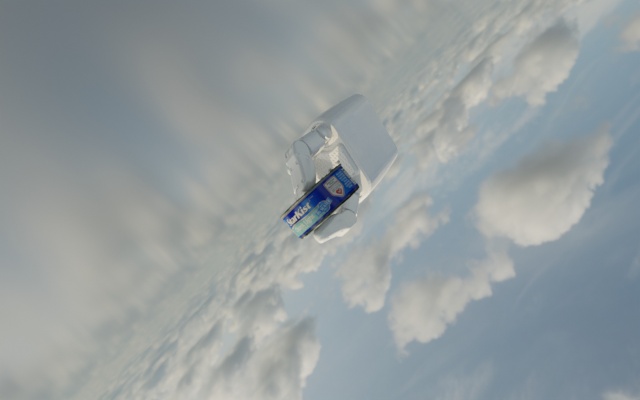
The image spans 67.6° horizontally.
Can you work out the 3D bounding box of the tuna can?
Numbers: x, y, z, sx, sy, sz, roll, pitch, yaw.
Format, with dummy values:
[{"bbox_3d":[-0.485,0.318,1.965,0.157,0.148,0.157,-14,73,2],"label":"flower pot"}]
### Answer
[{"bbox_3d":[0.000,0.002,0.504,0.086,0.034,0.086,-42,0,0],"label":"tuna can"}]
